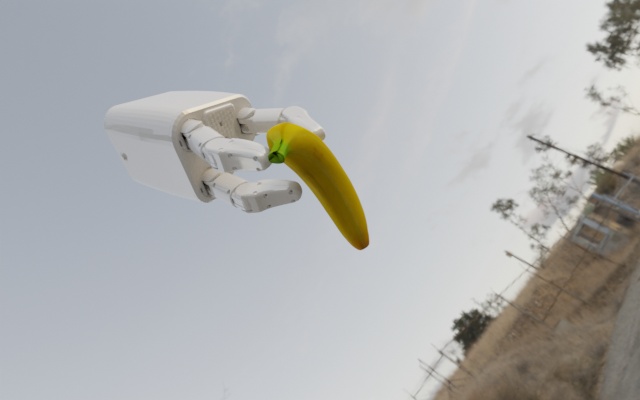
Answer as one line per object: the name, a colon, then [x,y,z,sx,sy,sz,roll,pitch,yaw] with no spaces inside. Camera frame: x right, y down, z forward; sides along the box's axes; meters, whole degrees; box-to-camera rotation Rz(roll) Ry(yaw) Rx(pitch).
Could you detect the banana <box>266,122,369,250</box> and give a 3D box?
banana: [-0.001,-0.017,0.442,0.037,0.069,0.198,-11,-30,24]
